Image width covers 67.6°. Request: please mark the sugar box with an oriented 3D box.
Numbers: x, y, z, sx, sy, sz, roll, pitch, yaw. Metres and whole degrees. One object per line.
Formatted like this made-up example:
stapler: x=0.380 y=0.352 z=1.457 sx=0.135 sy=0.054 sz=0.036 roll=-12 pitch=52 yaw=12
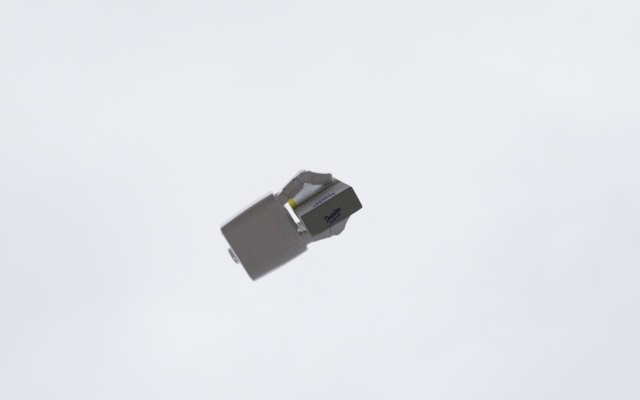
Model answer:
sugar box: x=0.000 y=0.003 z=0.791 sx=0.093 sy=0.048 sz=0.176 roll=-31 pitch=17 yaw=-4
